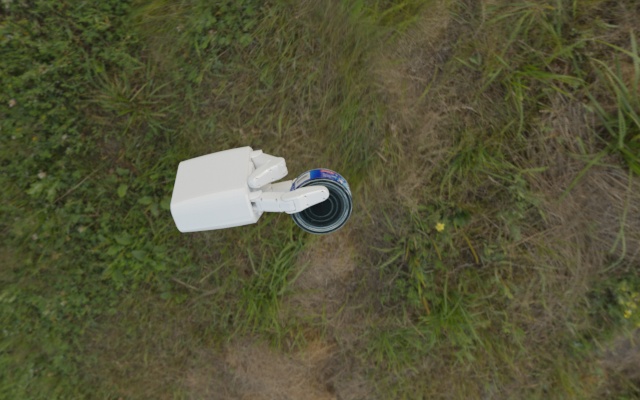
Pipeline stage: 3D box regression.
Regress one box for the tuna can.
[{"bbox_3d":[0.000,0.002,0.645,0.086,0.086,0.033,0,26,-3],"label":"tuna can"}]
